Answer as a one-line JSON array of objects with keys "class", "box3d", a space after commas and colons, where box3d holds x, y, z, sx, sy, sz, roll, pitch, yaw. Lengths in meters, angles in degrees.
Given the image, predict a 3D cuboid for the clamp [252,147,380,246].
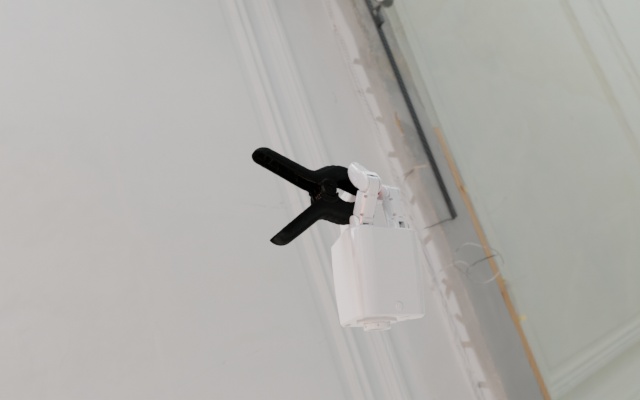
[{"class": "clamp", "box3d": [0.000, 0.002, 0.577, 0.171, 0.120, 0.039, 7, -23, -28]}]
